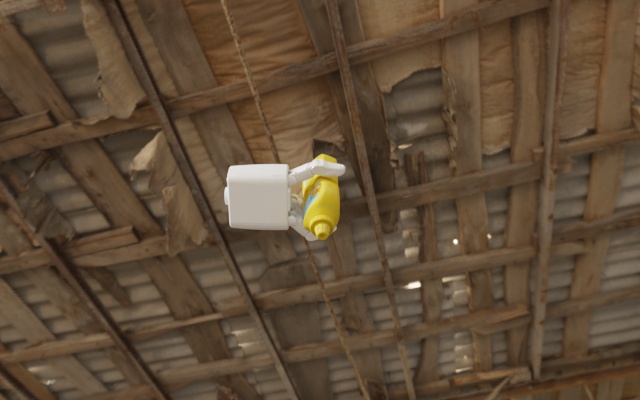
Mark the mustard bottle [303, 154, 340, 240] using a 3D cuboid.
[{"bbox_3d":[0.000,0.003,0.857,0.058,0.096,0.191,21,32,-15],"label":"mustard bottle"}]
